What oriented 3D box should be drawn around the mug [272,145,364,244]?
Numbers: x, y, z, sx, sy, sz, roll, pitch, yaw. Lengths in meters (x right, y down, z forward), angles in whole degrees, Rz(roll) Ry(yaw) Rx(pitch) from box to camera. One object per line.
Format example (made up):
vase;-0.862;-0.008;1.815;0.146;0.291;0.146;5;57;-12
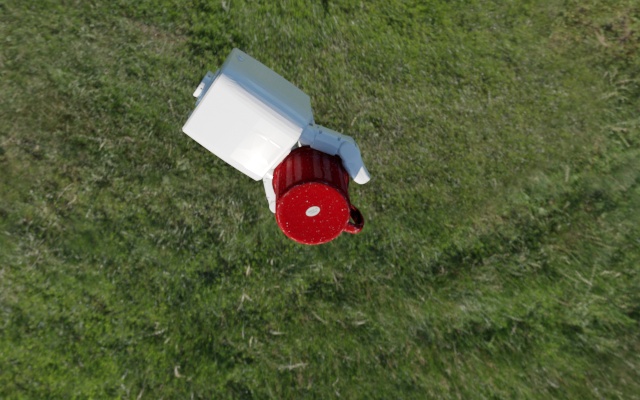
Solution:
mug;0.001;0.003;0.540;0.117;0.093;0.081;32;22;-19
